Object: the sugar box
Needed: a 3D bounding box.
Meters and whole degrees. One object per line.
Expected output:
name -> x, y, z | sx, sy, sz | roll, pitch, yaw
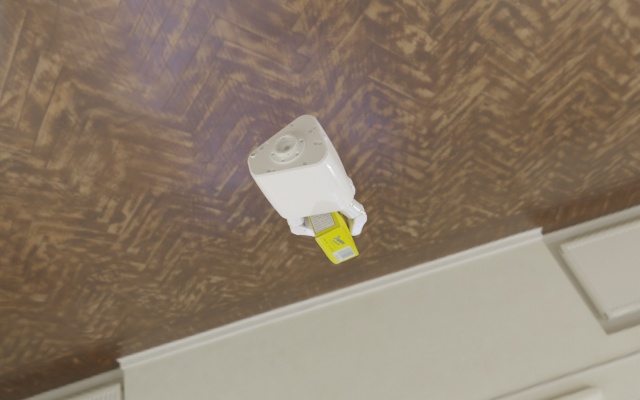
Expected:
sugar box -> 0.001, 0.002, 0.736 | 0.048, 0.176, 0.093 | -24, -37, 7
